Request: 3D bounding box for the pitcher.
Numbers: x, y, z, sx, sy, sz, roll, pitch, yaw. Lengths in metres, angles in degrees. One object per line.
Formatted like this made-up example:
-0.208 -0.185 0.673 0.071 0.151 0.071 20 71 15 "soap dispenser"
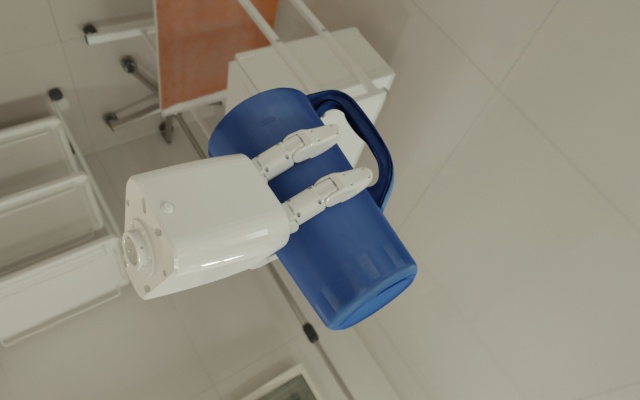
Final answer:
0.000 0.002 0.506 0.145 0.242 0.149 -14 -29 -42 "pitcher"
